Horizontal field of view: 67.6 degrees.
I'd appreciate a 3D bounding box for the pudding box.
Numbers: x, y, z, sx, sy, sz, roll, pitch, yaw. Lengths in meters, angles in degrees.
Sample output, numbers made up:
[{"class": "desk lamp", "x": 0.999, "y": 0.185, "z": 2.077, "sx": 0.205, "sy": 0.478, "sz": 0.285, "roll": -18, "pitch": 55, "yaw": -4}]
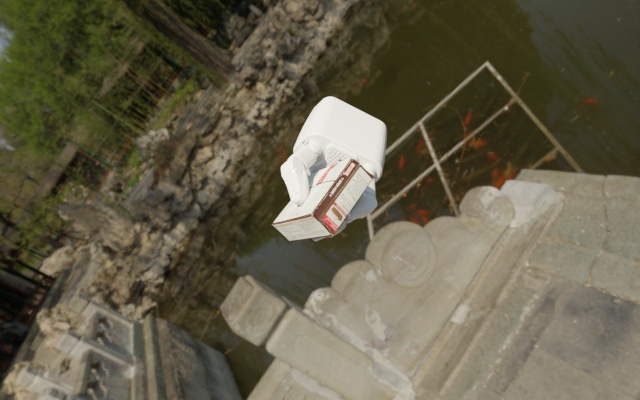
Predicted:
[{"class": "pudding box", "x": 0.000, "y": 0.002, "z": 0.565, "sx": 0.039, "sy": 0.090, "sz": 0.113, "roll": 42, "pitch": -24, "yaw": -15}]
